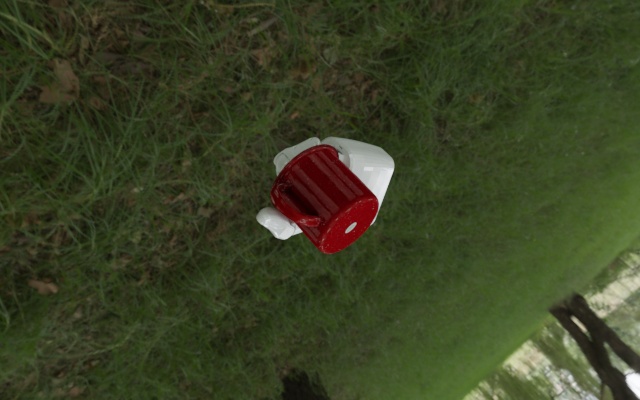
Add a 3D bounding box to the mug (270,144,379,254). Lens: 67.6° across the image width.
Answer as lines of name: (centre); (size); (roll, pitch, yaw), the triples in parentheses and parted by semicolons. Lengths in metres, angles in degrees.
mug: (-0.001, 0.002, 0.496); (0.117, 0.093, 0.081); (-2, 42, -52)
